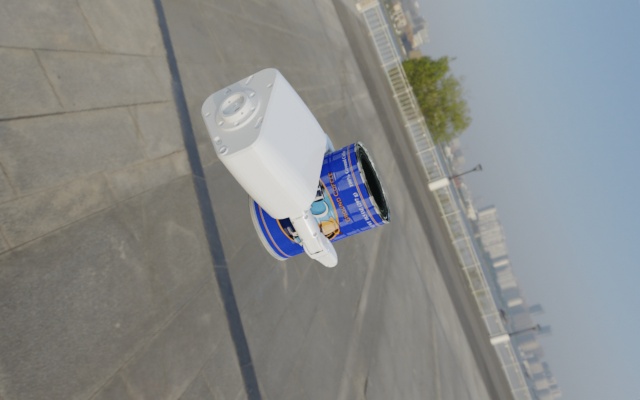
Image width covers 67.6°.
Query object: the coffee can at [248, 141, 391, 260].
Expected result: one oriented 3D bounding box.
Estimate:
[{"bbox_3d":[0.000,0.002,0.572,0.140,0.103,0.103,-21,-6,16],"label":"coffee can"}]
